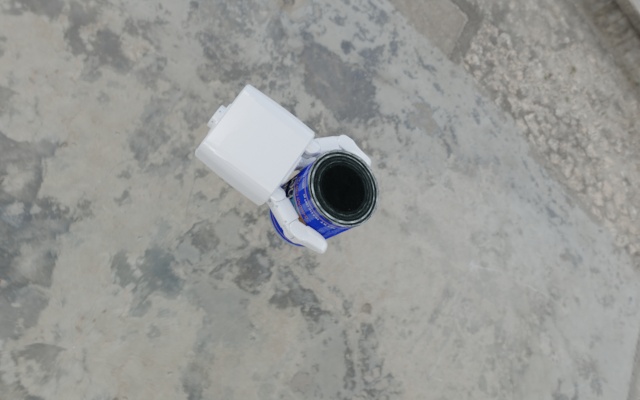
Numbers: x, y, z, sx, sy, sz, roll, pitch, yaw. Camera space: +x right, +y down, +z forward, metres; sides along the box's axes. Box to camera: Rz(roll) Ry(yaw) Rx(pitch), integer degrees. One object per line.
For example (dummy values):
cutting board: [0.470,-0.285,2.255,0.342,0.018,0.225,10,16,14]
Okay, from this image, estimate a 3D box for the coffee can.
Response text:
coffee can: [0.000,0.002,0.657,0.103,0.102,0.140,0,-15,-27]
